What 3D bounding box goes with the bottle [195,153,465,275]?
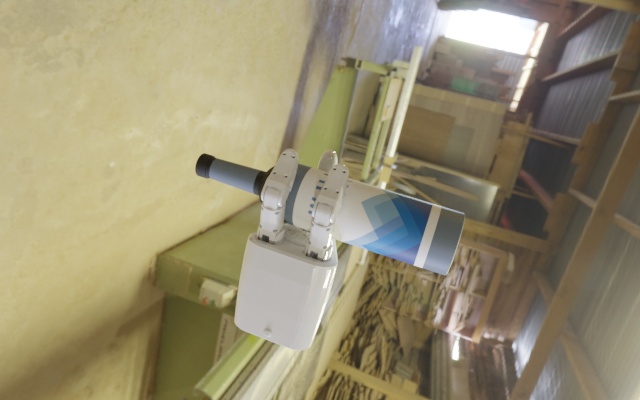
[{"bbox_3d":[0.000,0.002,0.517,0.295,0.069,0.069,17,4,12],"label":"bottle"}]
